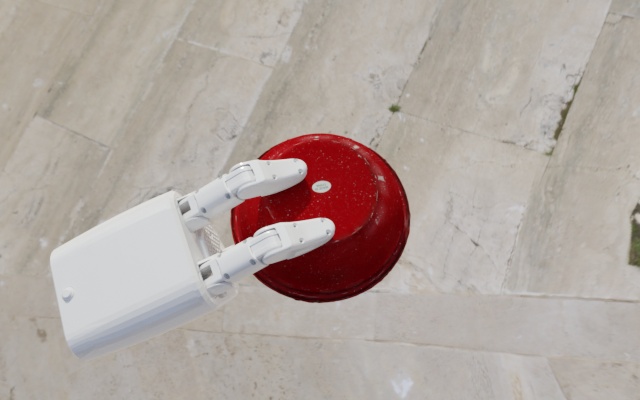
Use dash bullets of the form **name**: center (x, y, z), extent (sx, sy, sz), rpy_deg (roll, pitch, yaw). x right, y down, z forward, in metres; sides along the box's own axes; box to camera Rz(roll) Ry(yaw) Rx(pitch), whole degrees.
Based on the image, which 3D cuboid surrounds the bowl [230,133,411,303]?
- **bowl**: center (0.001, 0.000, 0.405), extent (0.162, 0.162, 0.055), rpy_deg (0, -23, 0)
